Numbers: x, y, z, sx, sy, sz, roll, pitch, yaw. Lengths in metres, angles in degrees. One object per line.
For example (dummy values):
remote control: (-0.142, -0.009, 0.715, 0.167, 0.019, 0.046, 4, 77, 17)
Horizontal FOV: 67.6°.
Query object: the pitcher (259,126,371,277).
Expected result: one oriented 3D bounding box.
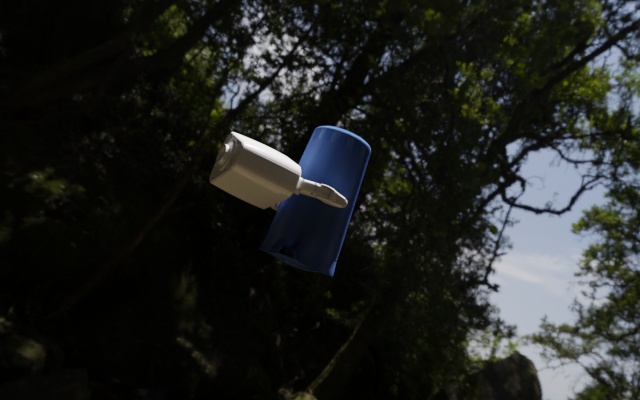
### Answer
pitcher: (0.000, 0.003, 0.836, 0.145, 0.243, 0.149, 26, -9, -28)
